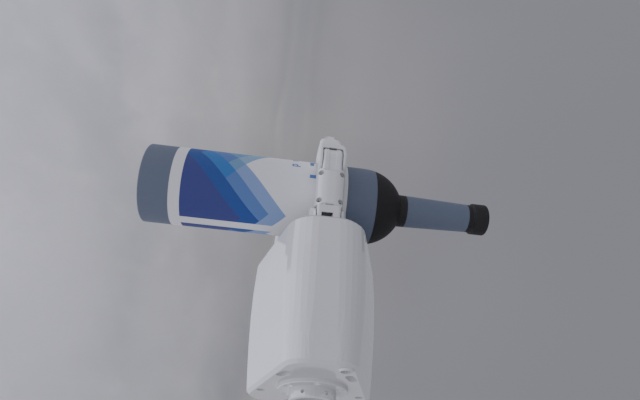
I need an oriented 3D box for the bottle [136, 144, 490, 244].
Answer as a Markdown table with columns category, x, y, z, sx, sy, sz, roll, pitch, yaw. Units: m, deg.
| category | x | y | z | sx | sy | sz | roll | pitch | yaw |
| --- | --- | --- | --- | --- | --- | --- | --- | --- | --- |
| bottle | 0.000 | 0.001 | 0.416 | 0.296 | 0.069 | 0.069 | 6 | -1 | -4 |
